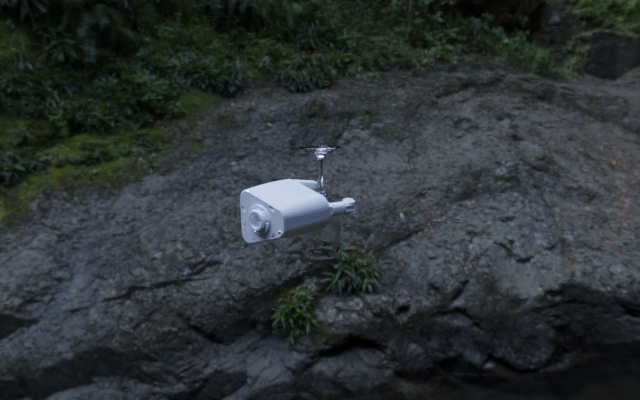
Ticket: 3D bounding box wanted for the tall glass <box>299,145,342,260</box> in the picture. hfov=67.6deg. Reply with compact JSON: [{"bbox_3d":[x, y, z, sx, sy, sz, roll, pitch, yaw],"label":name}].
[{"bbox_3d":[0.000,0.002,0.862,0.079,0.201,0.079,-1,12,0],"label":"tall glass"}]
